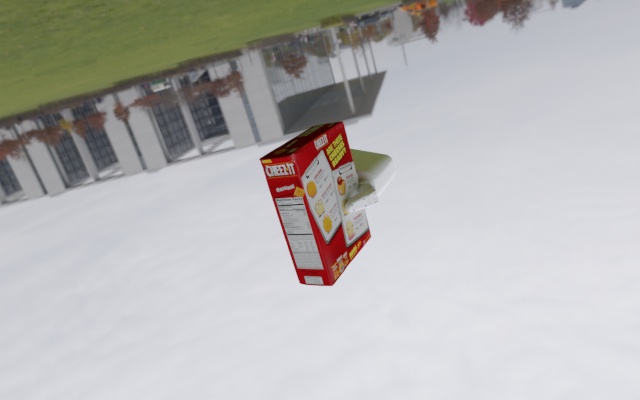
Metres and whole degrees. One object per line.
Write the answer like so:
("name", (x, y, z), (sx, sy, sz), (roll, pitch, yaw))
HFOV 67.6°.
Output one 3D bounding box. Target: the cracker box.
("cracker box", (0.000, 0.003, 0.758), (0.072, 0.214, 0.164), (-5, 22, 31))
